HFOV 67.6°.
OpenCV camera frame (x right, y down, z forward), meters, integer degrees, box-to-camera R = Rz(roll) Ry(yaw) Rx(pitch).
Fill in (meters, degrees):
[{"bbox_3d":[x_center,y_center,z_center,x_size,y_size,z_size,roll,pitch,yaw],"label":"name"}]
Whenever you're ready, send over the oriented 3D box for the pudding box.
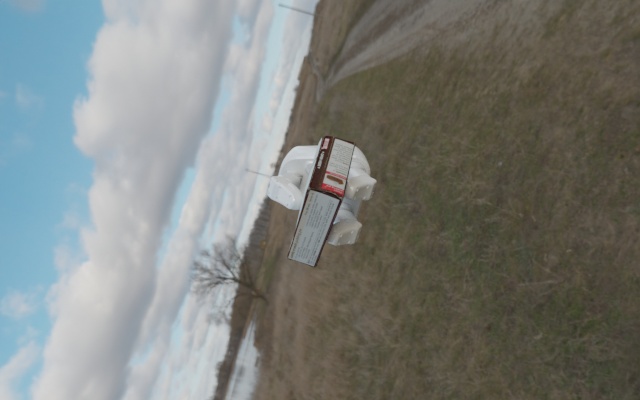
[{"bbox_3d":[0.000,0.002,0.506,0.039,0.114,0.090,15,44,-1],"label":"pudding box"}]
